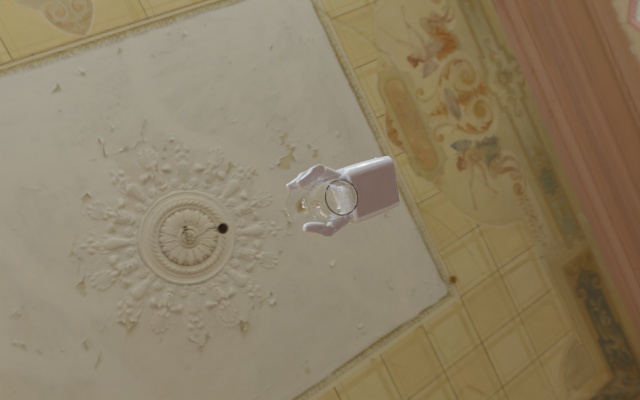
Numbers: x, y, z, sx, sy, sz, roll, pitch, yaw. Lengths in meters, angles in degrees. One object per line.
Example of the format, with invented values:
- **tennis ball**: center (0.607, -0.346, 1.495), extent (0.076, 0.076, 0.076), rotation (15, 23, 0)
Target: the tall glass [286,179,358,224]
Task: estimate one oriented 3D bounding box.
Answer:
- **tall glass**: center (0.000, 0.003, 0.897), extent (0.079, 0.079, 0.201), rotation (0, -5, -21)
